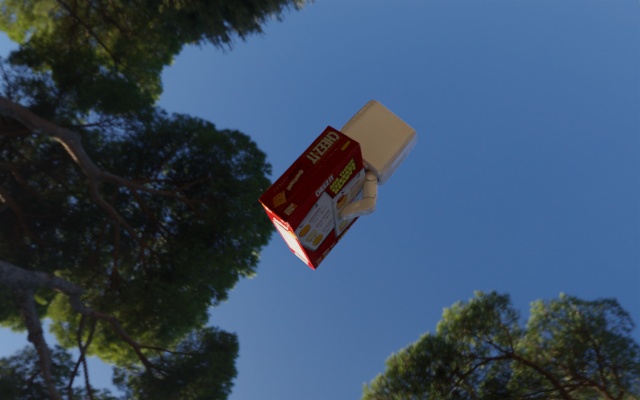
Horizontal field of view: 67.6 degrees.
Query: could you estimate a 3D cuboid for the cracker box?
[{"bbox_3d":[0.000,0.003,0.791,0.072,0.164,0.214,35,-15,24],"label":"cracker box"}]
